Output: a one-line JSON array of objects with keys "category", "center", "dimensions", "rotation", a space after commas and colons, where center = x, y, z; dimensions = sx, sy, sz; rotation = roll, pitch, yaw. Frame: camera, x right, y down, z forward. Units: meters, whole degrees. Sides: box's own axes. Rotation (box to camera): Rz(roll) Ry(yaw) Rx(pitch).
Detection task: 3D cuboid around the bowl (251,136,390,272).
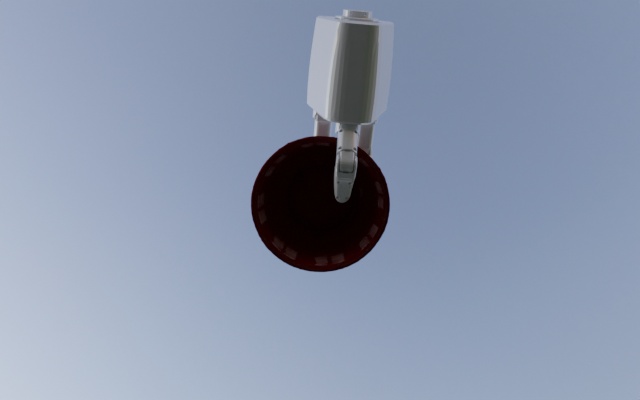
[{"category": "bowl", "center": [0.000, 0.003, 0.578], "dimensions": [0.162, 0.162, 0.055], "rotation": [0, 10, 0]}]
